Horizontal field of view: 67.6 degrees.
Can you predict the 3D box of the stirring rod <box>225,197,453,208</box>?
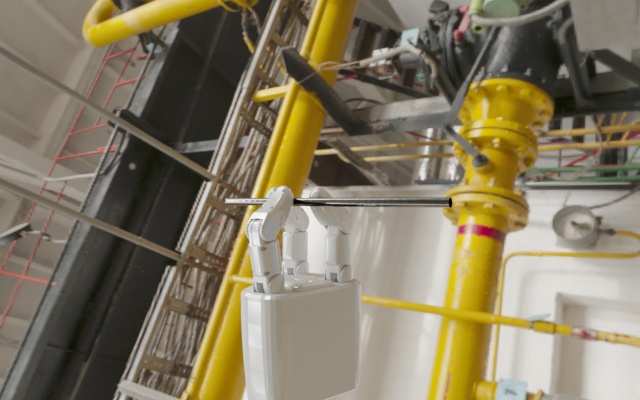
[{"bbox_3d":[0.000,0.001,0.426,0.239,0.011,0.011,0,0,37],"label":"stirring rod"}]
